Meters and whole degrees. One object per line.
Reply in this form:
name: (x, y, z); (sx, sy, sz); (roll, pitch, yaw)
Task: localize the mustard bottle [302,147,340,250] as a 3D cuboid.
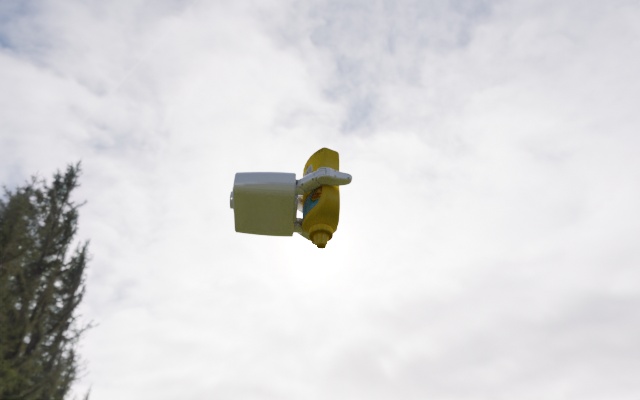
mustard bottle: (0.000, 0.003, 0.834); (0.058, 0.191, 0.096); (19, -45, -21)
